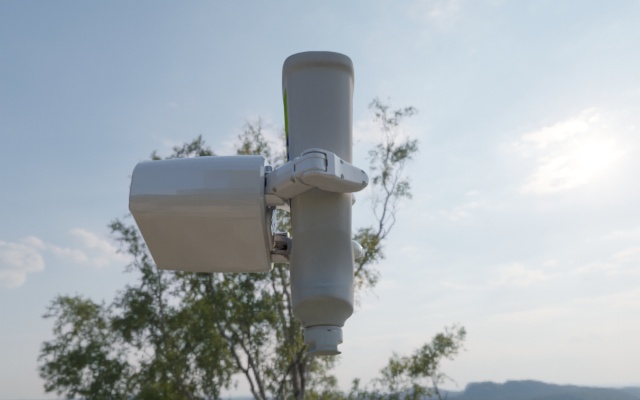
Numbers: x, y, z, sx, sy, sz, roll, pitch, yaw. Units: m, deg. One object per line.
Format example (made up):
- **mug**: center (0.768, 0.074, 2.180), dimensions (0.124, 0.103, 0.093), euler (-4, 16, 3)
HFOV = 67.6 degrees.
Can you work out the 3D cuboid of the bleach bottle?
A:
- **bleach bottle**: center (0.000, 0.001, 0.414), dimensions (0.068, 0.250, 0.103), euler (-1, -24, -1)
